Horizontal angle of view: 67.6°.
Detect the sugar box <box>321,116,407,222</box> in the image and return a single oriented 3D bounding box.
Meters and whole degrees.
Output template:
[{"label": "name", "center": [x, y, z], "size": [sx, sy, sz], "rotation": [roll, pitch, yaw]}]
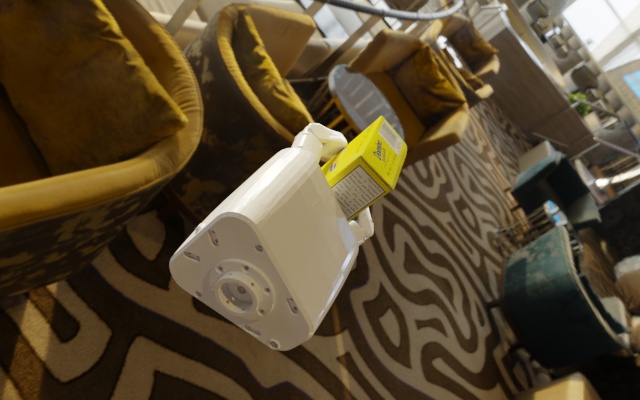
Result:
[{"label": "sugar box", "center": [0.000, 0.001, 0.457], "size": [0.176, 0.048, 0.093], "rotation": [-36, 13, 32]}]
